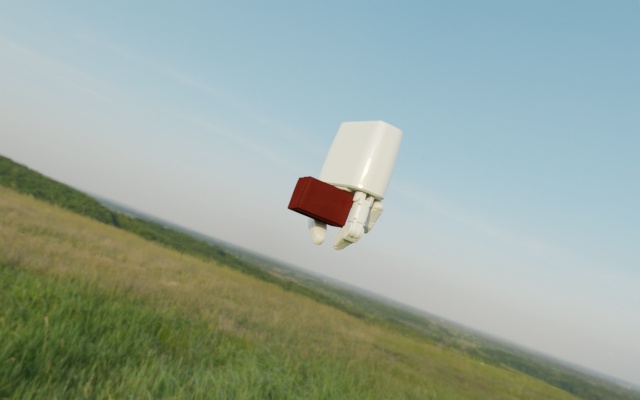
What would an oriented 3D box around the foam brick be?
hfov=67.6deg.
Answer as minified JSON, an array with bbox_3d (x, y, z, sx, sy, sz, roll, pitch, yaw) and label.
[{"bbox_3d":[0.000,0.002,0.693,0.078,0.051,0.053,22,-7,-20],"label":"foam brick"}]
